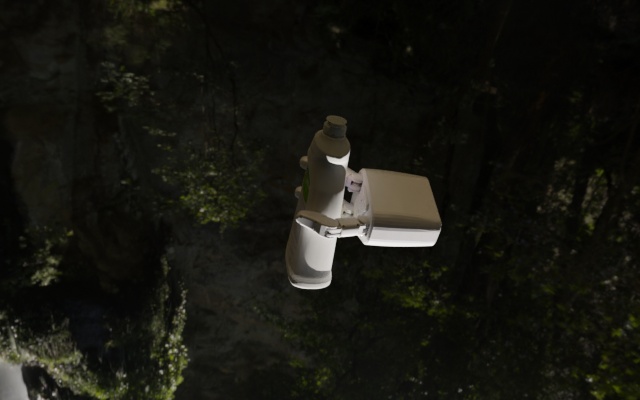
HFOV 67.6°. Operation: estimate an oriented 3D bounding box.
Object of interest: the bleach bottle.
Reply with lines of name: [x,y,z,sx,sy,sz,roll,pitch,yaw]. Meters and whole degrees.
bleach bottle: [0.000,0.002,0.690,0.068,0.251,0.102,3,33,-15]
